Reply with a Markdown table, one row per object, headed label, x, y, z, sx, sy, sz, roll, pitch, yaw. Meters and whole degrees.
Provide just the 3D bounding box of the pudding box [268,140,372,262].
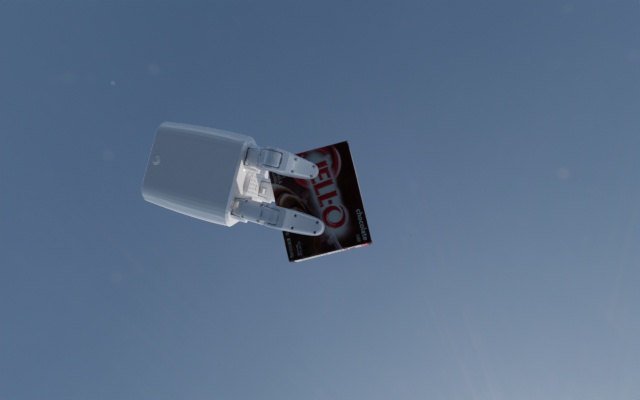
| label | x | y | z | sx | sy | sz | roll | pitch | yaw |
| --- | --- | --- | --- | --- | --- | --- | --- | --- | --- |
| pudding box | 0.000 | 0.002 | 0.511 | 0.090 | 0.113 | 0.039 | -14 | -6 | 8 |
